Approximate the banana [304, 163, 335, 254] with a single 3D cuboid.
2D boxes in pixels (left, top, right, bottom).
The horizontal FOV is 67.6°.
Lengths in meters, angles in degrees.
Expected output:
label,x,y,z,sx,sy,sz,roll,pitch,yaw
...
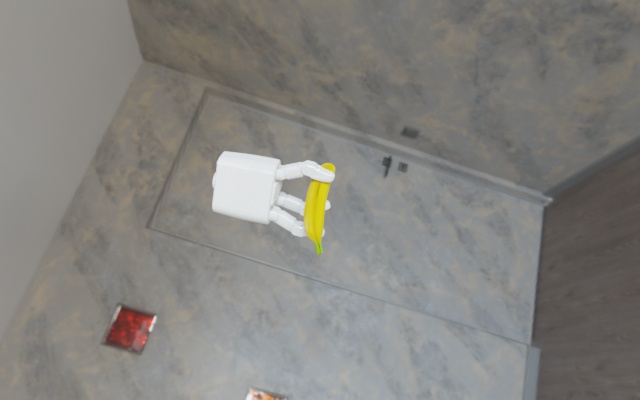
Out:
label,x,y,z,sx,sy,sz,roll,pitch,yaw
banana,-0.002,-0.005,0.857,0.037,0.197,0.070,4,-35,11
